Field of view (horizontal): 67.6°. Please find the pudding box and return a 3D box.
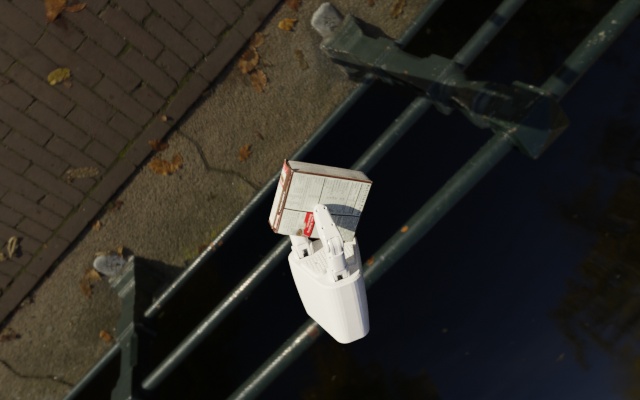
[{"bbox_3d":[0.000,0.002,0.607,0.113,0.090,0.039,7,23,-24],"label":"pudding box"}]
